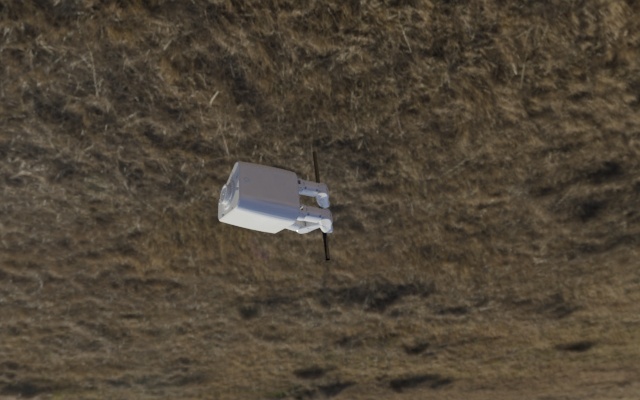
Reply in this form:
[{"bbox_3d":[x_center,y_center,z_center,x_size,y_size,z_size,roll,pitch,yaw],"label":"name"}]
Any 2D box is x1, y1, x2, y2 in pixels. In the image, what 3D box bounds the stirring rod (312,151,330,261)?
[{"bbox_3d":[0.000,0.003,0.892,0.011,0.239,0.011,-5,-34,-3],"label":"stirring rod"}]
